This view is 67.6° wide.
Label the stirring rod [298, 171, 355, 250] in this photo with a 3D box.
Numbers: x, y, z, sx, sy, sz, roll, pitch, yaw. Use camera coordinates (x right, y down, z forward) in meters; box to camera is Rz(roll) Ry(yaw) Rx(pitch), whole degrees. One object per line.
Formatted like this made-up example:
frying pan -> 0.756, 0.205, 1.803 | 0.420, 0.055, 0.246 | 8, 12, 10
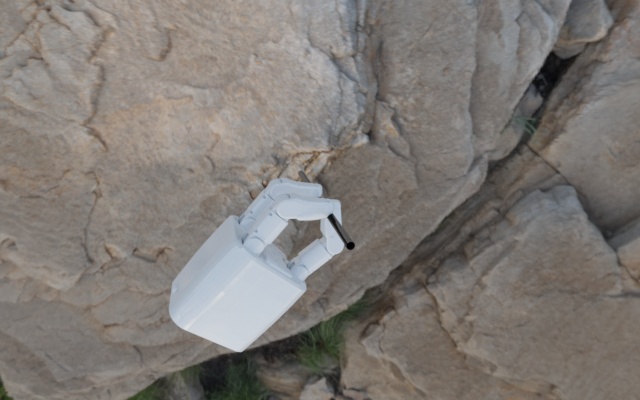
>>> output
stirring rod -> 0.000, 0.002, 0.530 | 0.011, 0.011, 0.239 | 0, 19, -13
